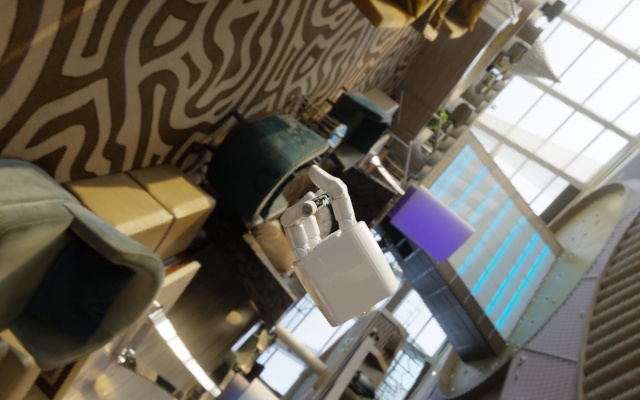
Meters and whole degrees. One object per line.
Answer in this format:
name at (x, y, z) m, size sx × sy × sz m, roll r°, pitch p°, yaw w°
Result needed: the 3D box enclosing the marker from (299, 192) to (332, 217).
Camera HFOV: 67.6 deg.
marker at (0.000, 0.002, 0.634) m, size 0.020 × 0.020 × 0.121 m, roll 0°, pitch 9°, yaw 17°
